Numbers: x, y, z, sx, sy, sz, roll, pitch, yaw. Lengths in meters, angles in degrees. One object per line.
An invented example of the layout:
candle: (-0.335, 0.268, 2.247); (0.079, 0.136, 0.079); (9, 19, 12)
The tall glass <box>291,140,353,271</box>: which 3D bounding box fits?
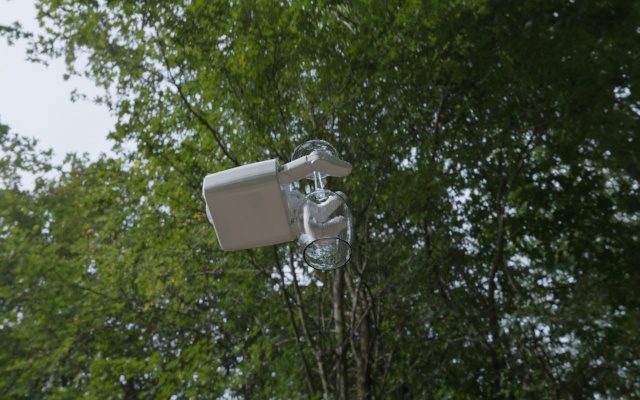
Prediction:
tall glass: (0.000, 0.002, 0.666); (0.079, 0.079, 0.200); (0, 41, -7)
